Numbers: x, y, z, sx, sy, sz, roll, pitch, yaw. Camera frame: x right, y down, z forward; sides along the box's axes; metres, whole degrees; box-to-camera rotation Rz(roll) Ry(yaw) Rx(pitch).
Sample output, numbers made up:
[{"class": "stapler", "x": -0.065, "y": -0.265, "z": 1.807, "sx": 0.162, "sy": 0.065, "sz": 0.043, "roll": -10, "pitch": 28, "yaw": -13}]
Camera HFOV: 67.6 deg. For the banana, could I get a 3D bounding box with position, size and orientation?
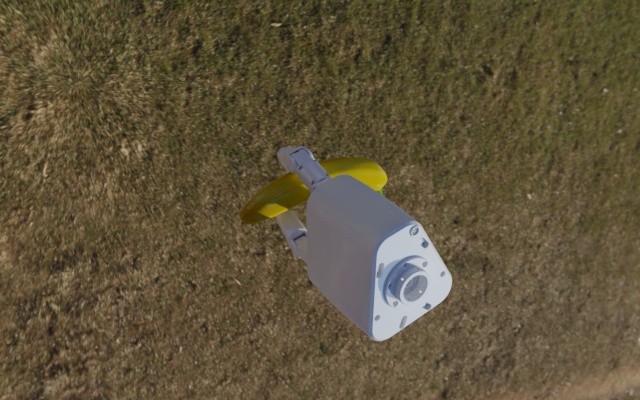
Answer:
[{"class": "banana", "x": 0.006, "y": -0.015, "z": 0.528, "sx": 0.198, "sy": 0.070, "sz": 0.037, "roll": -8, "pitch": 36, "yaw": -33}]
